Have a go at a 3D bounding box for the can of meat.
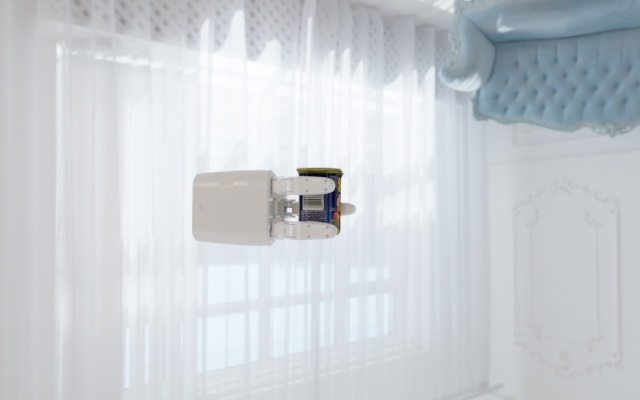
[{"bbox_3d":[0.000,0.002,0.629,0.057,0.084,0.102,1,-1,6],"label":"can of meat"}]
